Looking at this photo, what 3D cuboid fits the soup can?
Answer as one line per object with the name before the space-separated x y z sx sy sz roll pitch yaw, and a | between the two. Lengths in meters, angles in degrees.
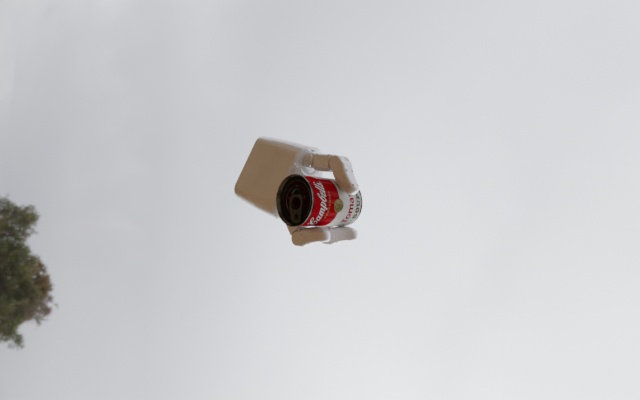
soup can | 0.001 0.002 0.646 0.068 0.068 0.102 0 -2 43
